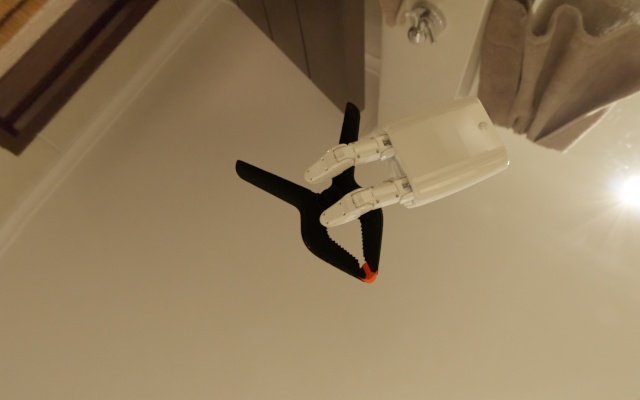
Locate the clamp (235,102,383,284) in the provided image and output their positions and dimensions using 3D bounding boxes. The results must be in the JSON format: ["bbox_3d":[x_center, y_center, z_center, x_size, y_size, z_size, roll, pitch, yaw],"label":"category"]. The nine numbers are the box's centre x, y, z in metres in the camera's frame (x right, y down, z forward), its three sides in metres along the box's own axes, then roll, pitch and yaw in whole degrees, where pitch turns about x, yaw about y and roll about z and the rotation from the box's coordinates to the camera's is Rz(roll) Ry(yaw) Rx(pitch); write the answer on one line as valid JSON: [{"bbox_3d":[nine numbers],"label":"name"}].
[{"bbox_3d":[0.001,0.002,0.547,0.164,0.210,0.036,-22,-20,3],"label":"clamp"}]
